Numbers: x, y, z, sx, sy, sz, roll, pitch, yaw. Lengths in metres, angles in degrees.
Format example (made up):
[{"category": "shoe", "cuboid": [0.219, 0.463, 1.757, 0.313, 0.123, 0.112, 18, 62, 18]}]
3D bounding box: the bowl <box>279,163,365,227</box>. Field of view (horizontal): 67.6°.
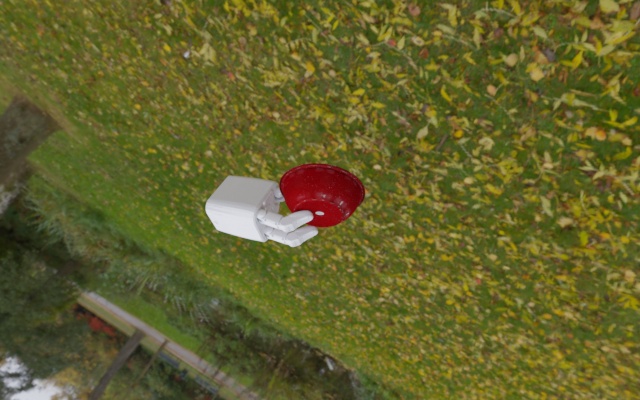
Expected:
[{"category": "bowl", "cuboid": [0.001, 0.003, 0.873, 0.162, 0.055, 0.162, 5, -34, 3]}]
